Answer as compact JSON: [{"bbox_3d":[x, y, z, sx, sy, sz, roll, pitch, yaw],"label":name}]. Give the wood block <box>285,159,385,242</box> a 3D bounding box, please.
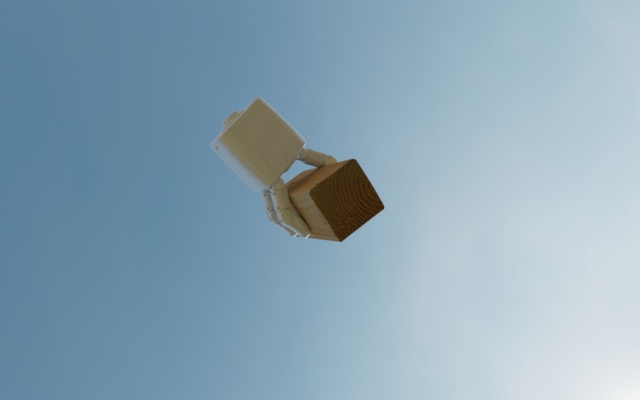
[{"bbox_3d":[0.000,0.002,0.768,0.091,0.090,0.206,-37,12,-19],"label":"wood block"}]
